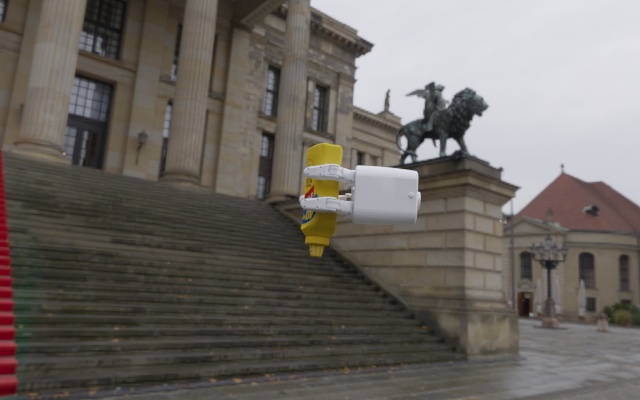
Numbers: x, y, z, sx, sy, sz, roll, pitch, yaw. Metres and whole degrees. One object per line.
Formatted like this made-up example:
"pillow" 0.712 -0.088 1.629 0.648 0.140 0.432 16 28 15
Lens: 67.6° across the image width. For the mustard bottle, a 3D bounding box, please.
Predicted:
"mustard bottle" 0.000 0.002 0.836 0.058 0.191 0.096 8 -11 -20
